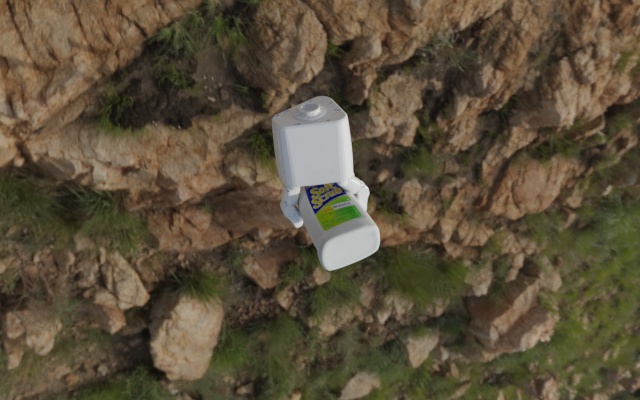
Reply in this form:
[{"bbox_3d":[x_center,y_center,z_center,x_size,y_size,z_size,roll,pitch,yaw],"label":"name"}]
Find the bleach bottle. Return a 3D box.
[{"bbox_3d":[0.000,0.003,0.799,0.102,0.068,0.250,-19,40,-14],"label":"bleach bottle"}]
